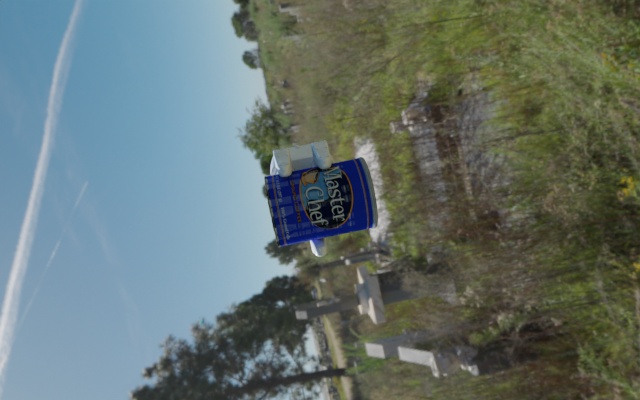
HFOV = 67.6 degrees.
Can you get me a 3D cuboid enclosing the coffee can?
[{"bbox_3d":[0.000,0.002,0.671,0.140,0.103,0.103,-11,1,-3],"label":"coffee can"}]
